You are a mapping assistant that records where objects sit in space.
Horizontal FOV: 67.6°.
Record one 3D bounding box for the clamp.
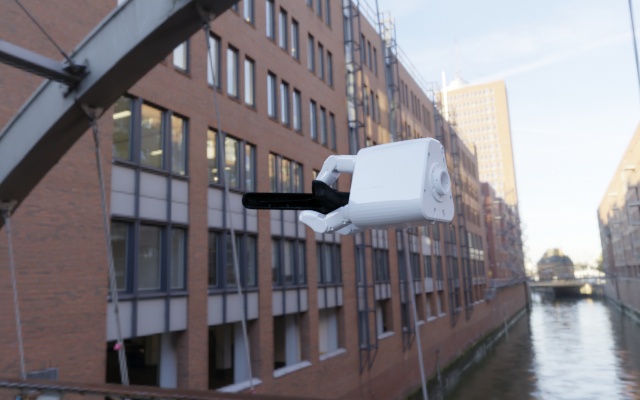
[{"bbox_3d":[0.001,0.002,0.714,0.164,0.036,0.210,-5,-9,40],"label":"clamp"}]
